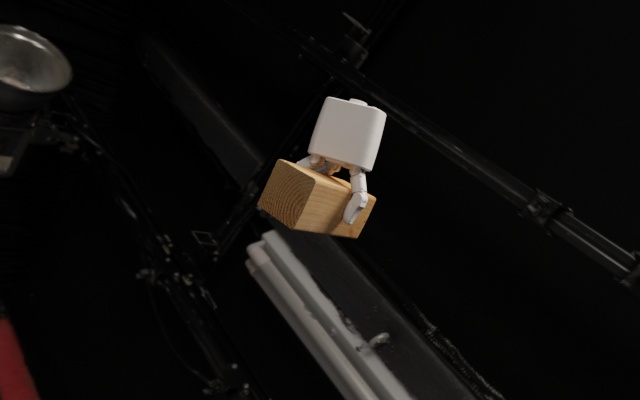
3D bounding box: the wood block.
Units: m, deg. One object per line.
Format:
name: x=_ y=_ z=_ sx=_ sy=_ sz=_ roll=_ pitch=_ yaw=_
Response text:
wood block: x=0.001 y=0.003 z=0.847 sx=0.090 sy=0.090 sz=0.206 roll=31 pitch=10 yaw=34
